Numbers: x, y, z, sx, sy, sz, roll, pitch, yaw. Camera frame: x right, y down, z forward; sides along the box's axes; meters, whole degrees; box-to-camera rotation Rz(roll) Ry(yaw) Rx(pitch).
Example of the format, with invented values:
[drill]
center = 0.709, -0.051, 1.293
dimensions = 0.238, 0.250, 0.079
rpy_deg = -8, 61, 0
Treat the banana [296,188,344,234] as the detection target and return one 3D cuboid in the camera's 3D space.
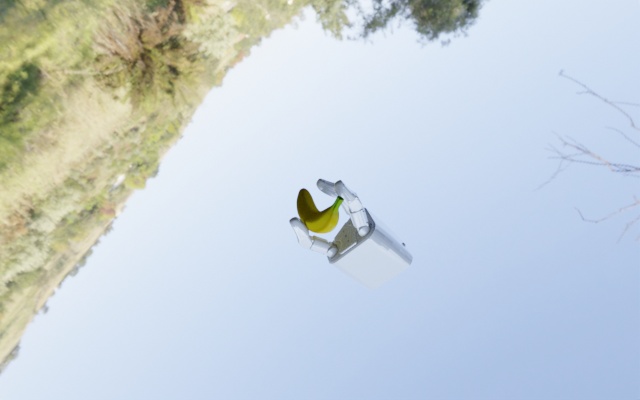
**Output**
[banana]
center = -0.007, 0.020, 0.825
dimensions = 0.037, 0.069, 0.198
rpy_deg = 27, -4, -22
